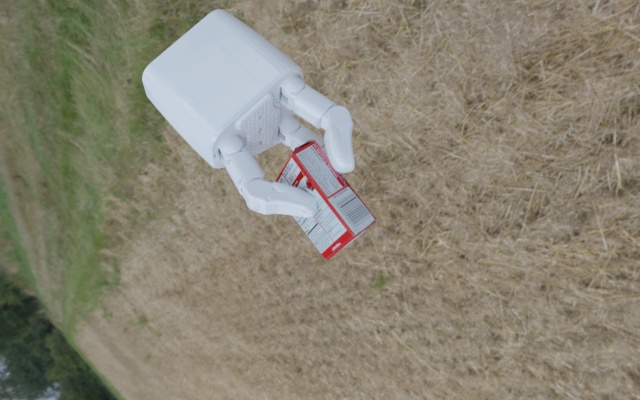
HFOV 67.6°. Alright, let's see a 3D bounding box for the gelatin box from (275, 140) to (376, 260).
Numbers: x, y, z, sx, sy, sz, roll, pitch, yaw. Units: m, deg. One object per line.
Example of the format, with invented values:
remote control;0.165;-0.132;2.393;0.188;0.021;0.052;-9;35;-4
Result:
gelatin box;0.000;0.002;0.422;0.030;0.089;0.073;-33;-9;-28
